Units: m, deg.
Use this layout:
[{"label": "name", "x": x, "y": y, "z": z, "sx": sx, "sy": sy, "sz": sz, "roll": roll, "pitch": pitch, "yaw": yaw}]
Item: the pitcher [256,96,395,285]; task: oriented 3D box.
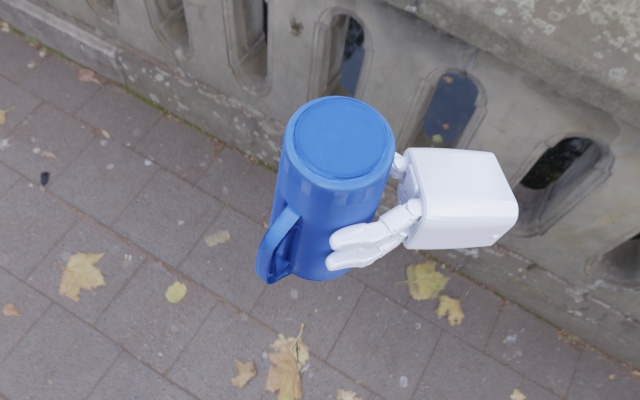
[{"label": "pitcher", "x": 0.000, "y": 0.002, "z": 0.548, "sx": 0.145, "sy": 0.149, "sz": 0.243, "roll": 2, "pitch": -27, "yaw": -5}]
